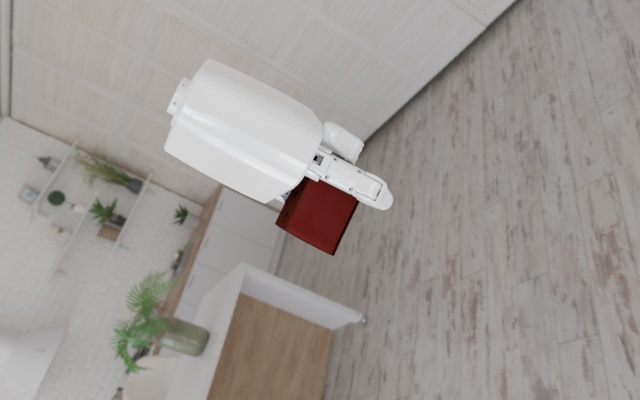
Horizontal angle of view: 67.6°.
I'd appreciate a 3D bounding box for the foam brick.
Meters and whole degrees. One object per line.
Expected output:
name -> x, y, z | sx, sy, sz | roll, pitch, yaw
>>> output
foam brick -> 0.000, 0.002, 0.436 | 0.051, 0.078, 0.053 | 26, -3, -16
